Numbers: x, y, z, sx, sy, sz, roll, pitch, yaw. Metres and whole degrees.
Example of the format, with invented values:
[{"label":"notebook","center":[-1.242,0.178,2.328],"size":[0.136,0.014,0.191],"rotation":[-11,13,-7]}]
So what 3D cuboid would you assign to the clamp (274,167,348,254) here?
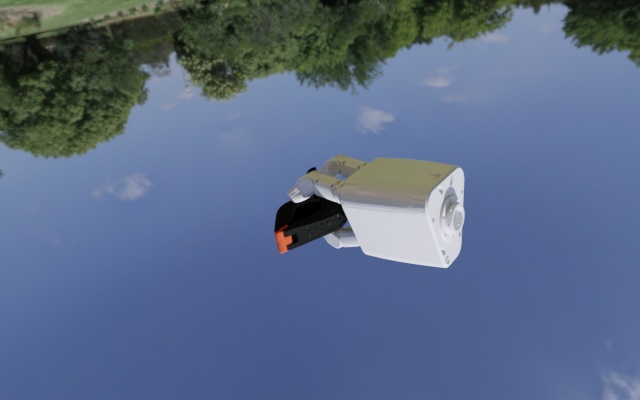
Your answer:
[{"label":"clamp","center":[0.000,0.003,0.624],"size":[0.164,0.036,0.210],"rotation":[7,29,39]}]
